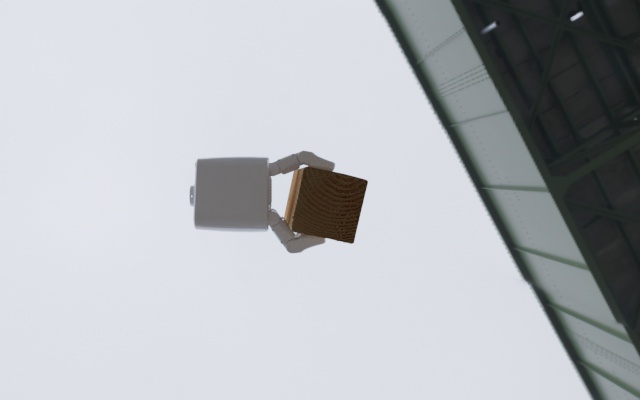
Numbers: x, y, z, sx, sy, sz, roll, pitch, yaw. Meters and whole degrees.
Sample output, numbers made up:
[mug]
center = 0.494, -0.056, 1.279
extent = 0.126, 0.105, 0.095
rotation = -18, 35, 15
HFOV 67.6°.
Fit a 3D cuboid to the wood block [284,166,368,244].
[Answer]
[wood block]
center = 0.000, 0.002, 0.731
extent = 0.090, 0.091, 0.206
rotation = 12, 1, -8
